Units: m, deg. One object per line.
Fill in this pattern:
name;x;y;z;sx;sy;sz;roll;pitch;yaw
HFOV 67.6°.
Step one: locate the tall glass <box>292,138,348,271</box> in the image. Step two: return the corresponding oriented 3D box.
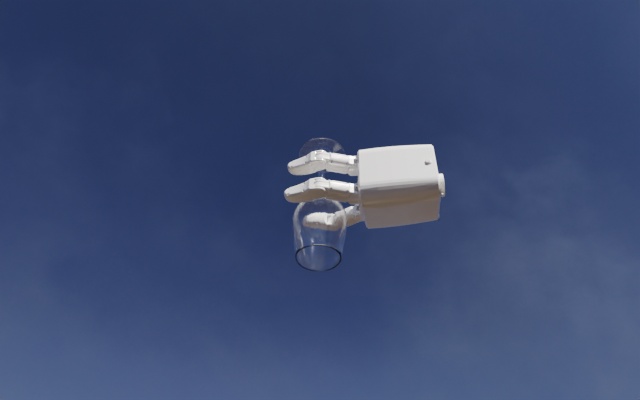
tall glass;0.000;0.002;0.694;0.079;0.200;0.079;1;-41;1
